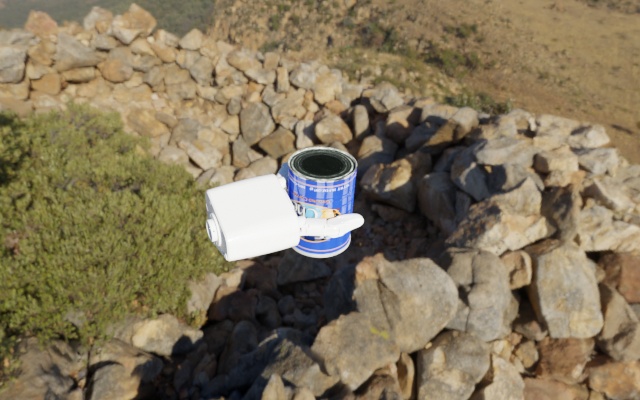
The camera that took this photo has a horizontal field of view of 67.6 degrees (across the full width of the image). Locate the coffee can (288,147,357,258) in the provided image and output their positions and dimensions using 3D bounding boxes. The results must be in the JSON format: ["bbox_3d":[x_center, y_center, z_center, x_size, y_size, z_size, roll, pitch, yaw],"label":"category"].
[{"bbox_3d":[0.000,0.003,0.739,0.103,0.140,0.102,2,34,-1],"label":"coffee can"}]
